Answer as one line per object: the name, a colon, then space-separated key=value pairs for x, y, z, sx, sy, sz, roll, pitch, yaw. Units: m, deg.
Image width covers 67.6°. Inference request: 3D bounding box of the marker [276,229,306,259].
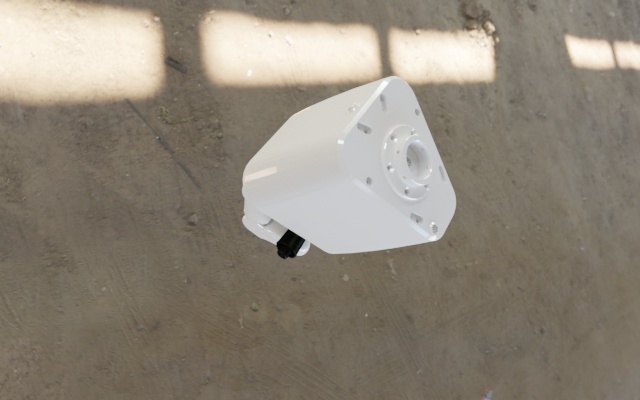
marker: x=0.000 y=0.001 z=0.403 sx=0.020 sy=0.020 sz=0.121 roll=0 pitch=43 yaw=44
